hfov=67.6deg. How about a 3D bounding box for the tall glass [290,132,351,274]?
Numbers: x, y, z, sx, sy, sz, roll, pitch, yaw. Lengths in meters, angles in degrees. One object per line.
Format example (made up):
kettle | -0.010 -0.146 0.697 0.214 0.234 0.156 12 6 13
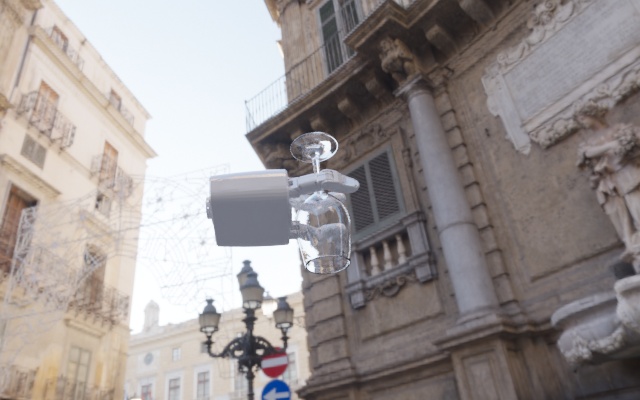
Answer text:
tall glass | 0.000 0.002 0.690 0.079 0.201 0.079 -5 -31 -3
